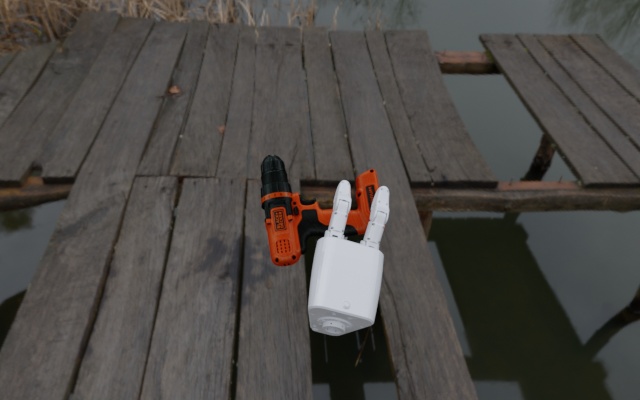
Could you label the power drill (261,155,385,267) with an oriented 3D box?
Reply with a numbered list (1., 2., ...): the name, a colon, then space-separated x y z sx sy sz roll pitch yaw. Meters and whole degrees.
1. power drill: 0.001 0.003 0.758 0.187 0.184 0.057 -10 -17 0
